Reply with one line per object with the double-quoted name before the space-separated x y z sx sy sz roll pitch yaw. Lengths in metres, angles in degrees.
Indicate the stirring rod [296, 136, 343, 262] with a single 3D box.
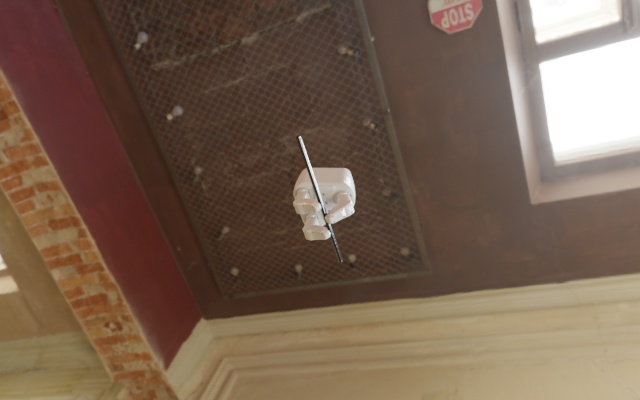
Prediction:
"stirring rod" 0.000 0.003 0.823 0.011 0.240 0.011 -17 20 6
